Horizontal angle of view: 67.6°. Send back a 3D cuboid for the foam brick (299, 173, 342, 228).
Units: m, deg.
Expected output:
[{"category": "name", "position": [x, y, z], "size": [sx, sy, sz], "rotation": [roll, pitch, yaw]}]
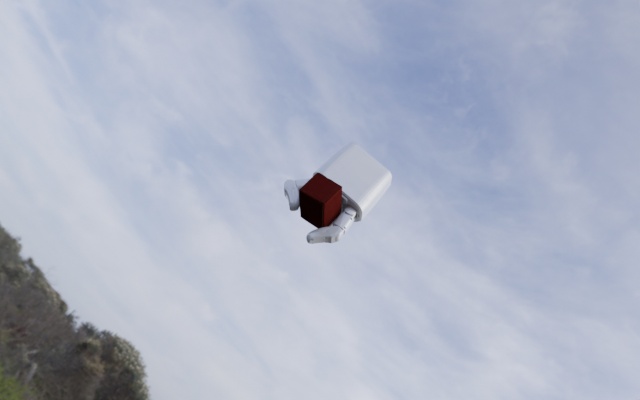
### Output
[{"category": "foam brick", "position": [0.000, 0.003, 0.803], "size": [0.053, 0.051, 0.078], "rotation": [33, -31, 22]}]
